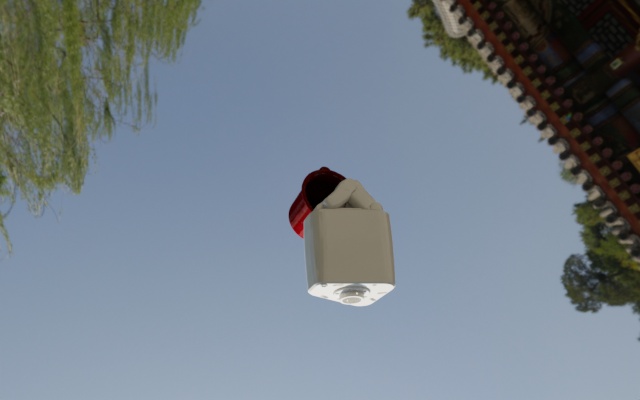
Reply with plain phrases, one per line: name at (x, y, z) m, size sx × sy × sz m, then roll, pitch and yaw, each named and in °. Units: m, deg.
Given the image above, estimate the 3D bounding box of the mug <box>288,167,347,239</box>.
mug at (0.000, 0.001, 0.741) m, size 0.093 × 0.117 × 0.081 m, roll 10°, pitch -34°, yaw -20°
